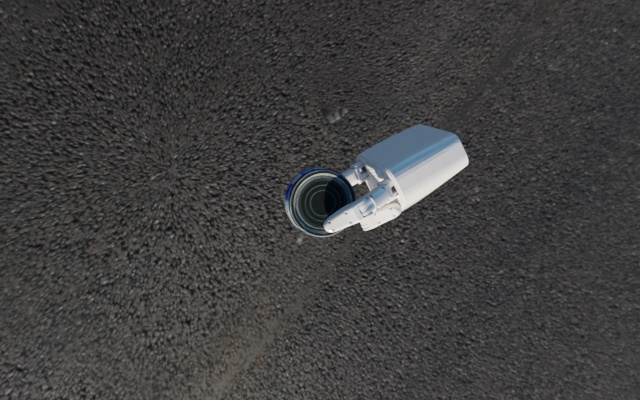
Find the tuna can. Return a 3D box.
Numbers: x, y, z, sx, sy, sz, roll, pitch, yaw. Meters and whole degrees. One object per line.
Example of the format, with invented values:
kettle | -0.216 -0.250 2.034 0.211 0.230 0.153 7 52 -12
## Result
tuna can | 0.000 0.002 0.591 0.086 0.086 0.033 0 6 -13
